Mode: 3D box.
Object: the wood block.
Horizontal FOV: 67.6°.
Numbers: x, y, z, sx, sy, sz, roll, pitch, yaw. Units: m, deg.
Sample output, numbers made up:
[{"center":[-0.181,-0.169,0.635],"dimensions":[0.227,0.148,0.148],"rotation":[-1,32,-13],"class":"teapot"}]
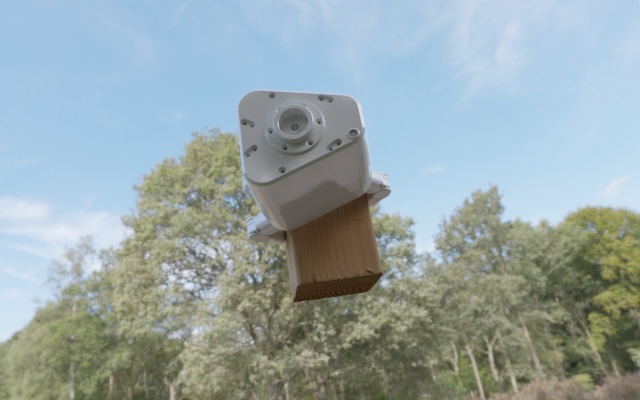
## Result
[{"center":[0.000,0.001,0.549],"dimensions":[0.091,0.206,0.090],"rotation":[-6,-22,-9],"class":"wood block"}]
